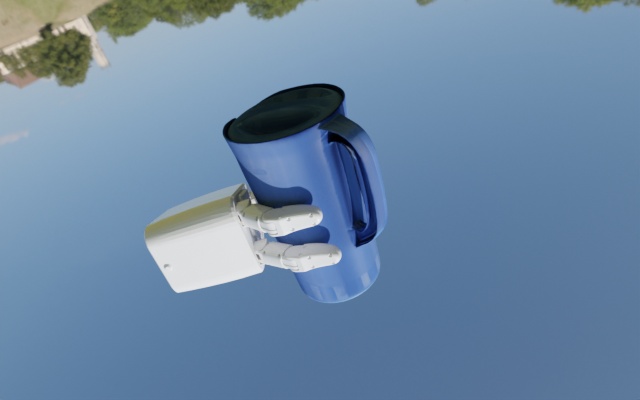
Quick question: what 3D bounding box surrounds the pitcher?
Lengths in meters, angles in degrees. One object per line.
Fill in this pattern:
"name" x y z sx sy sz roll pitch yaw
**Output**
"pitcher" 0.000 0.002 0.545 0.145 0.243 0.149 -16 32 5
